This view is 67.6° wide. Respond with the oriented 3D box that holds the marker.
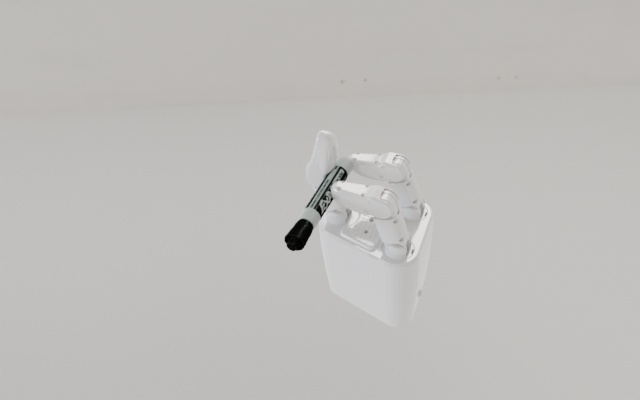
[{"bbox_3d":[0.000,0.001,0.436,0.020,0.020,0.121,0,39,31],"label":"marker"}]
